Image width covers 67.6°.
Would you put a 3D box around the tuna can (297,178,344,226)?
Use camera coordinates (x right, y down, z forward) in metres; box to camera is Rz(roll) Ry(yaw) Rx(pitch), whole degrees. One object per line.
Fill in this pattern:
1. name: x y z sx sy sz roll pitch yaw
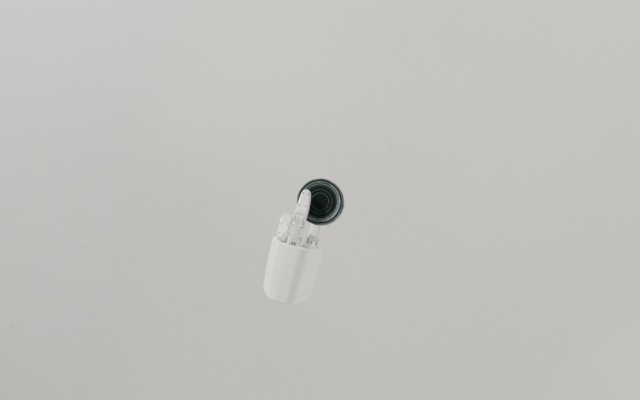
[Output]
1. tuna can: 0.000 0.003 0.867 0.086 0.086 0.034 0 -4 5
